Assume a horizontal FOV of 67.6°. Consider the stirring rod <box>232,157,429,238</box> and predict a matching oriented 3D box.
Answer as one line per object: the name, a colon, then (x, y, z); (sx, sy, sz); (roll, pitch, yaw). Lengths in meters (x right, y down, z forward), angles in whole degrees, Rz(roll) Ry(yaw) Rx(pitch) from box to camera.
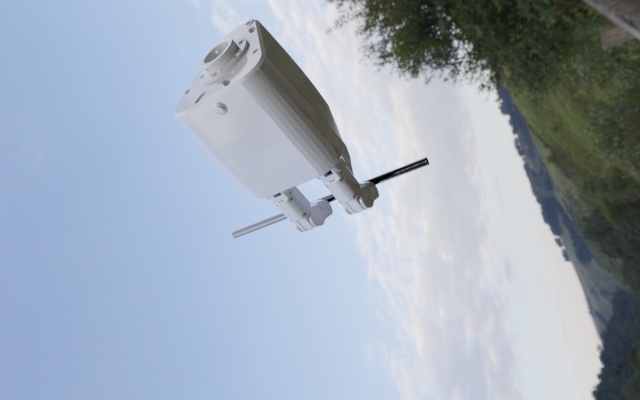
stirring rod: (0.000, 0.002, 0.501); (0.239, 0.011, 0.011); (-21, -10, 27)
